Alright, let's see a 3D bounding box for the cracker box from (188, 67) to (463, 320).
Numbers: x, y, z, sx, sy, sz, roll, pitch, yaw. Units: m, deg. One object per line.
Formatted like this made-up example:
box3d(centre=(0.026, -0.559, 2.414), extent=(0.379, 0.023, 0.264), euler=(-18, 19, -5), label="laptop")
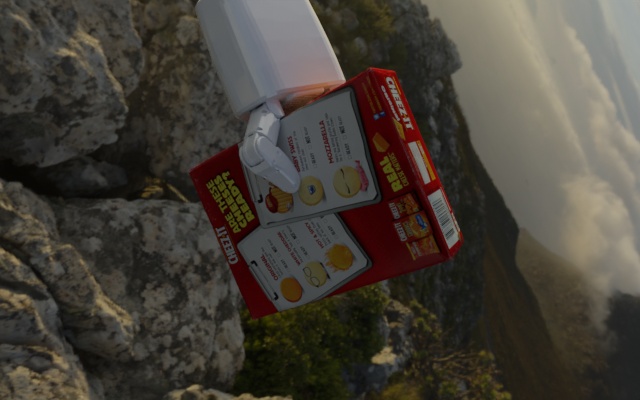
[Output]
box3d(centre=(0.000, 0.001, 0.445), extent=(0.214, 0.164, 0.072), euler=(-24, 0, 30), label="cracker box")
